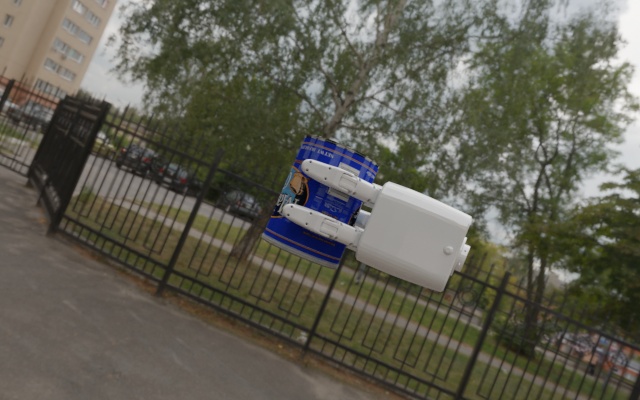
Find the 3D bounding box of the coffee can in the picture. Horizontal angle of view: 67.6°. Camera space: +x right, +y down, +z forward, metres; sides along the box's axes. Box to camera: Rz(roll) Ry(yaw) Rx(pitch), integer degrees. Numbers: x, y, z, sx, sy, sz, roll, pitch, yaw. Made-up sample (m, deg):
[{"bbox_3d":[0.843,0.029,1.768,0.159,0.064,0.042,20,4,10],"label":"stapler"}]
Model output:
[{"bbox_3d":[0.000,0.002,0.600,0.103,0.140,0.103,23,-2,1],"label":"coffee can"}]
